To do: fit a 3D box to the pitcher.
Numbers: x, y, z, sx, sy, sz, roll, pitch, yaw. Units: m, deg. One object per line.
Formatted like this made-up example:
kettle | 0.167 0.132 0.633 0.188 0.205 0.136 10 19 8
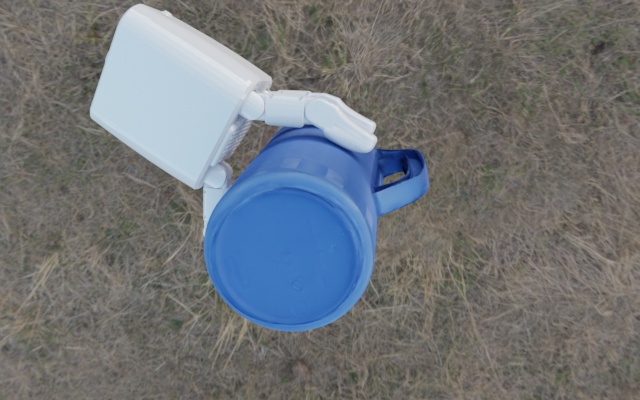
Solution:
pitcher | 0.000 0.001 0.402 0.145 0.149 0.242 32 16 -4
